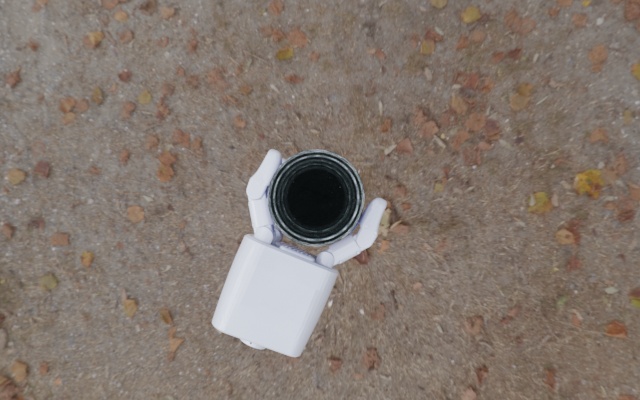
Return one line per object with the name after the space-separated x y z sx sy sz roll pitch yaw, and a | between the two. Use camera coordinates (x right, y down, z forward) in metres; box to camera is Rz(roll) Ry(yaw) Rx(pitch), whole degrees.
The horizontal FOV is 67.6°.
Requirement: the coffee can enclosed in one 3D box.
0.000 0.002 0.566 0.103 0.103 0.140 0 -4 4 | coffee can
